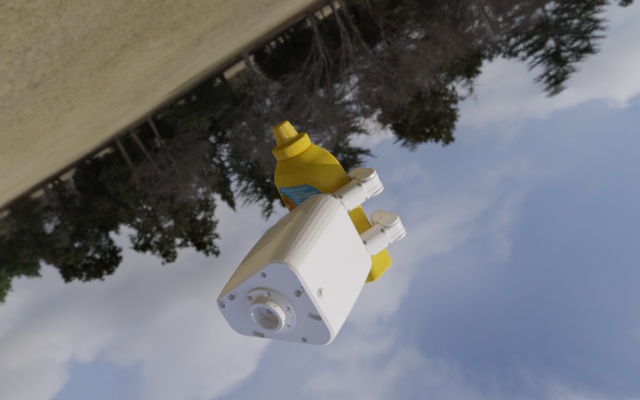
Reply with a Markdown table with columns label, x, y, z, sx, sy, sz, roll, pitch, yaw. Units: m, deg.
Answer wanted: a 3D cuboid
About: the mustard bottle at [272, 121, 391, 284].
| label | x | y | z | sx | sy | sz | roll | pitch | yaw |
| --- | --- | --- | --- | --- | --- | --- | --- | --- | --- |
| mustard bottle | 0.000 | 0.002 | 0.524 | 0.058 | 0.192 | 0.096 | -39 | 21 | -30 |
